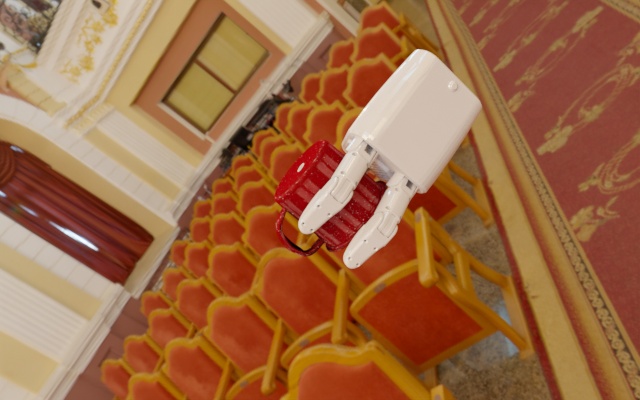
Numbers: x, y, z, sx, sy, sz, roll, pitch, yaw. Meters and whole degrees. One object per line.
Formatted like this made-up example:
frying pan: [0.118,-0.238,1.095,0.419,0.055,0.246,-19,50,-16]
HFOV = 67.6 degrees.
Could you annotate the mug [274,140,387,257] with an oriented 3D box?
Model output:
mug: [-0.001,0.003,0.489,0.081,0.117,0.093,39,-7,-15]
